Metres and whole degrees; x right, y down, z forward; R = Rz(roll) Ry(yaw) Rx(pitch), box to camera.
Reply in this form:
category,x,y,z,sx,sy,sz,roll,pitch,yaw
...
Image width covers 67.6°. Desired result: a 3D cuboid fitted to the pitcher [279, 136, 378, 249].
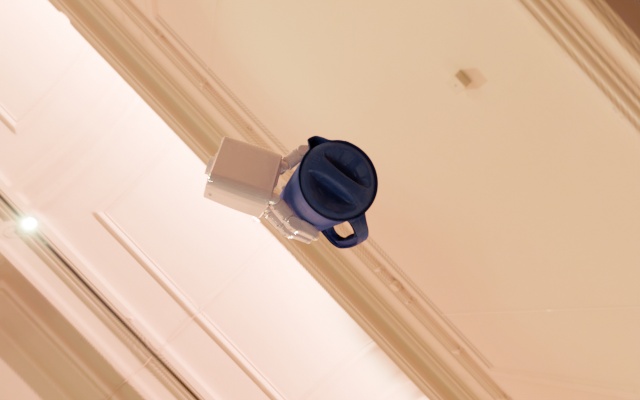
category,x,y,z,sx,sy,sz,roll,pitch,yaw
pitcher,0.000,0.003,0.848,0.145,0.149,0.243,19,-18,-12
